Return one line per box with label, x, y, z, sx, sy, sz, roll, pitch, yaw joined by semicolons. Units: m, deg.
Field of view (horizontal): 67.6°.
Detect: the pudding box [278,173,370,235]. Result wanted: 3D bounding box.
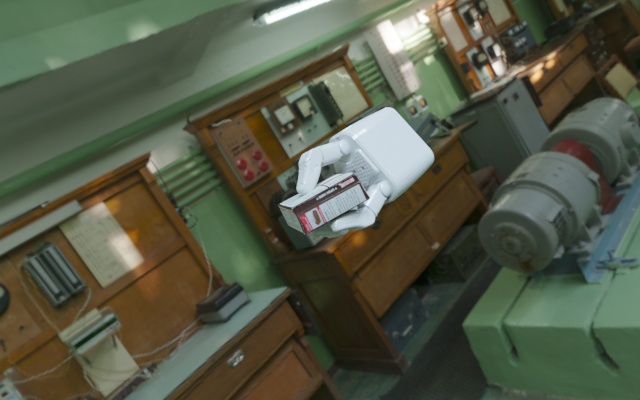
pudding box;0.000;0.002;0.596;0.090;0.039;0.113;-30;7;-10
